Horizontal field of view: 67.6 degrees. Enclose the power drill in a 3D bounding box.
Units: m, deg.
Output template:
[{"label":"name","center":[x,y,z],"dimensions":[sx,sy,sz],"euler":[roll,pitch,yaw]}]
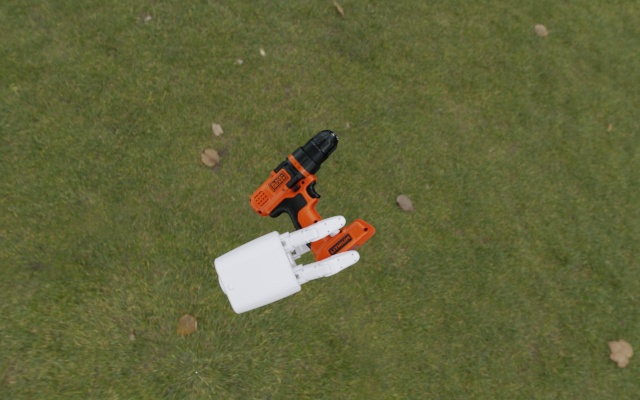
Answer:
[{"label":"power drill","center":[0.000,0.003,0.770],"dimensions":[0.184,0.187,0.057],"euler":[-44,-17,10]}]
